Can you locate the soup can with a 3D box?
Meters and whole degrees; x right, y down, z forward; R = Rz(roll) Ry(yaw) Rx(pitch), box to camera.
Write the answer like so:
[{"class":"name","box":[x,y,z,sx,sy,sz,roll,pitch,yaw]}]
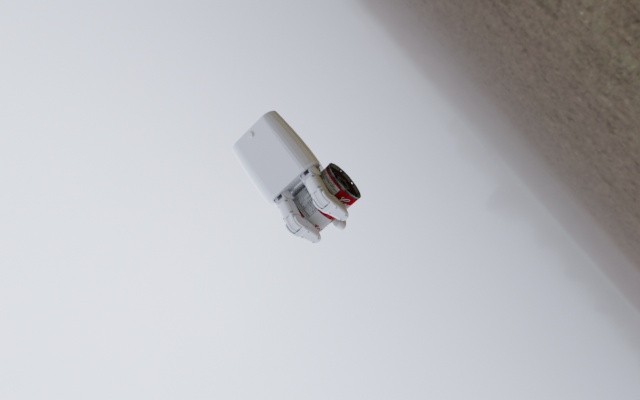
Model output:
[{"class":"soup can","box":[0.000,0.003,0.710,0.102,0.068,0.068,-41,-15,18]}]
